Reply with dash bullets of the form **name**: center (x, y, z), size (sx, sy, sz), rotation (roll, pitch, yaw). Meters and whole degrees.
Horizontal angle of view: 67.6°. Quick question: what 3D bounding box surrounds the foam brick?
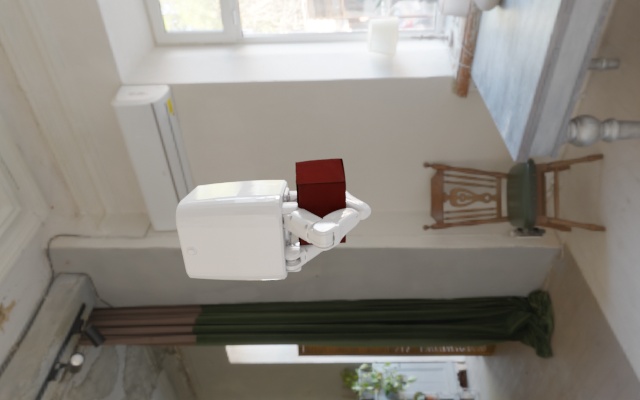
- **foam brick**: center (0.000, 0.001, 0.509), size (0.051, 0.078, 0.053), rotation (-2, 31, -1)
